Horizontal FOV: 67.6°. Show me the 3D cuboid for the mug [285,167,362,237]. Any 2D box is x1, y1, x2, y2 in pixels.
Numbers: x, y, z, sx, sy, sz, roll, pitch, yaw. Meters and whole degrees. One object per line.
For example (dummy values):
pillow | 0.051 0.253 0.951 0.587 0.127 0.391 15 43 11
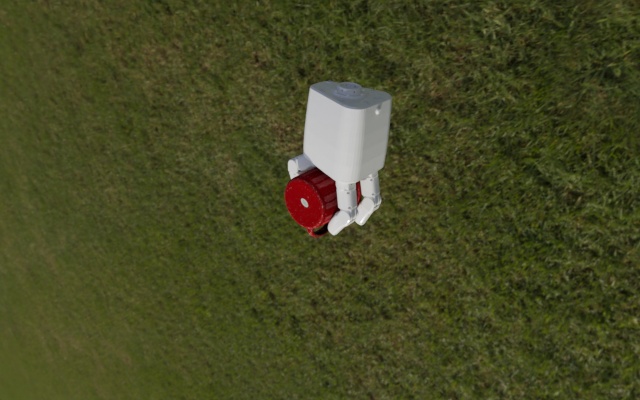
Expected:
mug | 0.000 0.004 0.723 0.093 0.117 0.081 27 36 34
